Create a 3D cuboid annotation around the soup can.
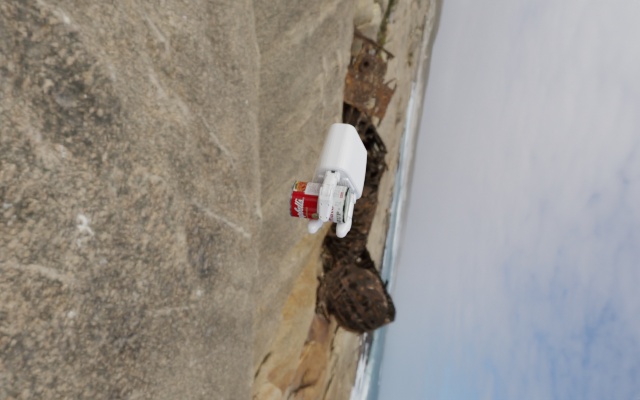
[{"bbox_3d":[0.000,0.003,0.873,0.102,0.068,0.068,7,1,10],"label":"soup can"}]
